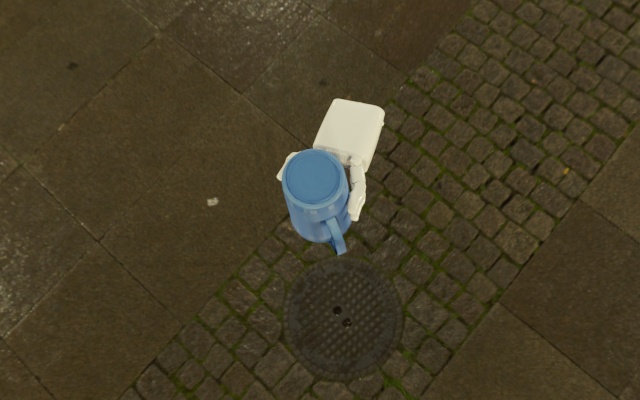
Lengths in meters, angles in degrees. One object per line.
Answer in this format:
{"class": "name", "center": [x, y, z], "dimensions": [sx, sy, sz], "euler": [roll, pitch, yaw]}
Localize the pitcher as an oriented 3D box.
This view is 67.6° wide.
{"class": "pitcher", "center": [0.000, 0.003, 0.899], "dimensions": [0.149, 0.145, 0.243], "euler": [21, -13, 9]}
